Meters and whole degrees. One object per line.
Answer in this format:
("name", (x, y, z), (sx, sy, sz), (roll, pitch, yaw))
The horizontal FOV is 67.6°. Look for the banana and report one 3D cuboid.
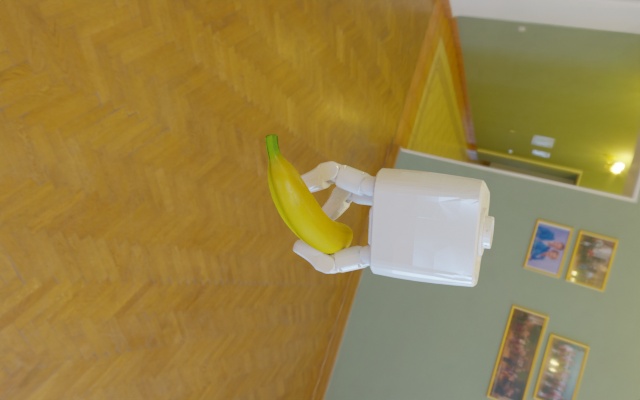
("banana", (-0.005, 0.016, 0.501), (0.037, 0.069, 0.198), (-3, -33, 25))
